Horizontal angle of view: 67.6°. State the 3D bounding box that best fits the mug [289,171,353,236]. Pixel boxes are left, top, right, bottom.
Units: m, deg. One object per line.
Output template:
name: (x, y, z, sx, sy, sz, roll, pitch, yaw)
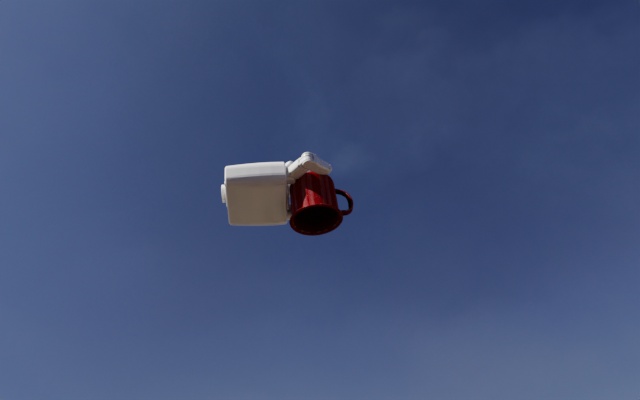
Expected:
mug: (0.002, 0.002, 0.845, 0.117, 0.081, 0.093, -2, -37, -8)
